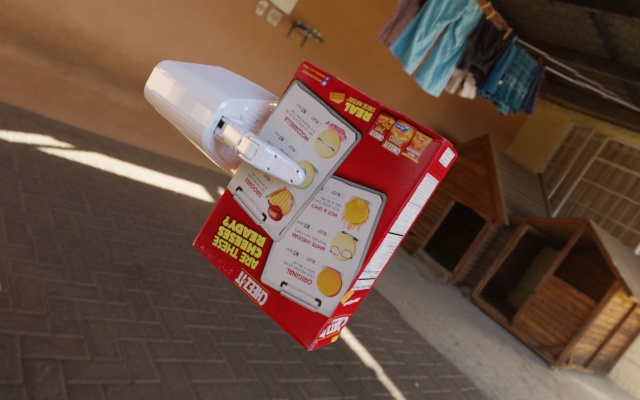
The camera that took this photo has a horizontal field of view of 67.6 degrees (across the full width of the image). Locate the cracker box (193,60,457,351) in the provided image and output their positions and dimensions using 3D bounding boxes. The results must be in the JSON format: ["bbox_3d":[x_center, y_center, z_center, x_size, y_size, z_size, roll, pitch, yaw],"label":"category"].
[{"bbox_3d":[0.000,0.001,0.454,0.164,0.214,0.072,36,9,26],"label":"cracker box"}]
